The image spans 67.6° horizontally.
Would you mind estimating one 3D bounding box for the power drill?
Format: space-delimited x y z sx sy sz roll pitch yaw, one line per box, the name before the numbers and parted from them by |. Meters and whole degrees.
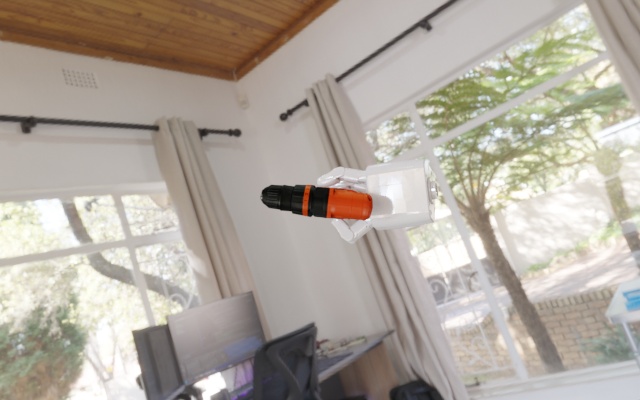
power drill | 0.000 0.003 0.846 0.184 0.057 0.187 8 2 6
